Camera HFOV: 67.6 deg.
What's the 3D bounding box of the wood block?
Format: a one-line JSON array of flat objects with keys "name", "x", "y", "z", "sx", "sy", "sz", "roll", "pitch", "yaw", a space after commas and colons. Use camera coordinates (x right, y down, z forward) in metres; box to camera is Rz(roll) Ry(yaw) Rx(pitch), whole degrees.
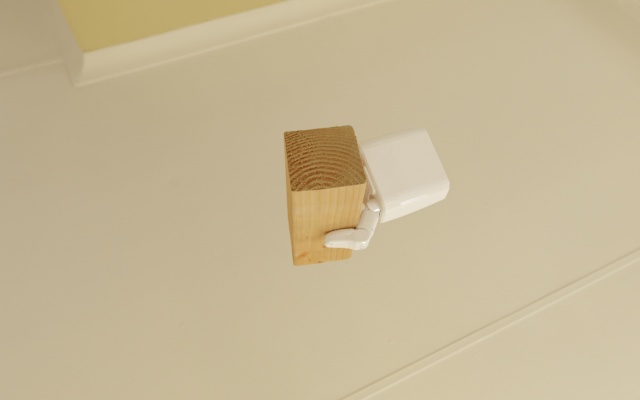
[{"name": "wood block", "x": 0.001, "y": 0.002, "z": 0.651, "sx": 0.090, "sy": 0.090, "sz": 0.206, "roll": -7, "pitch": -31, "yaw": -6}]
